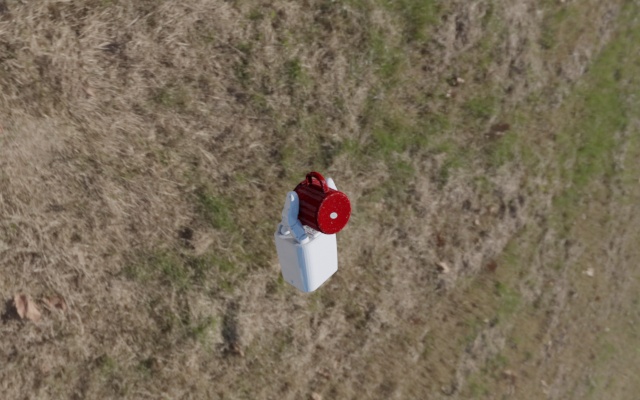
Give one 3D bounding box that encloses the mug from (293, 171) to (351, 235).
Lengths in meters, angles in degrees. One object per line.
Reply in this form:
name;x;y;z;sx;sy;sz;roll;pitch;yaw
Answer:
mug;0.000;0.002;0.866;0.093;0.117;0.081;-23;29;-31
